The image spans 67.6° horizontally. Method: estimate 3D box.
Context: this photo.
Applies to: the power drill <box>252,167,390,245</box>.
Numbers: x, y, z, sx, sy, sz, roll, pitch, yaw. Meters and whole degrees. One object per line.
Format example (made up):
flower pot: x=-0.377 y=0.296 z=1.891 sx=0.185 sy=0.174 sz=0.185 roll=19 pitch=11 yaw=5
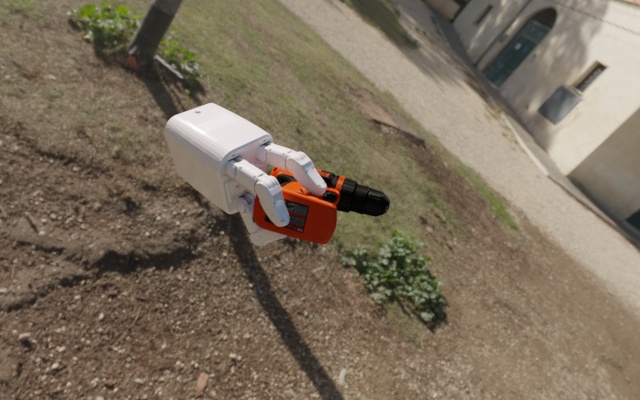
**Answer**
power drill: x=0.000 y=0.002 z=0.655 sx=0.184 sy=0.057 sz=0.187 roll=14 pitch=14 yaw=8
